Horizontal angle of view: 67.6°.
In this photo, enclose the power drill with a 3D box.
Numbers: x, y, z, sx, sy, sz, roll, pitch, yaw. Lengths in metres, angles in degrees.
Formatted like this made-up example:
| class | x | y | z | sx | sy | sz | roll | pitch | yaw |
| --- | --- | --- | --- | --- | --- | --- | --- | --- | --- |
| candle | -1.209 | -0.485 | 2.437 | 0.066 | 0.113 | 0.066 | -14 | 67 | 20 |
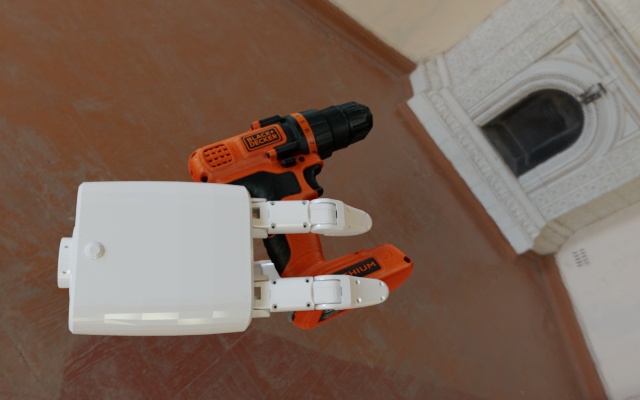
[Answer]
| class | x | y | z | sx | sy | sz | roll | pitch | yaw |
| --- | --- | --- | --- | --- | --- | --- | --- | --- | --- |
| power drill | 0.000 | 0.002 | 0.420 | 0.184 | 0.187 | 0.057 | -23 | -27 | -17 |
